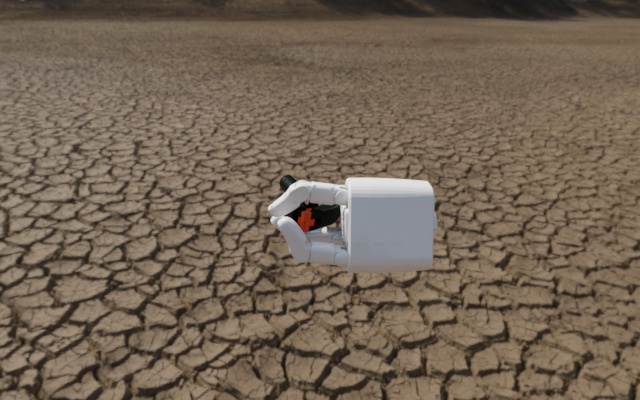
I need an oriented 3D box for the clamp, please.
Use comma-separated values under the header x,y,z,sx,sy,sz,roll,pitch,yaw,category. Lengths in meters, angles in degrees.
x,y,z,sx,sy,sz,roll,pitch,yaw,category
0.000,0.002,0.667,0.120,0.039,0.171,1,22,-3,clamp
